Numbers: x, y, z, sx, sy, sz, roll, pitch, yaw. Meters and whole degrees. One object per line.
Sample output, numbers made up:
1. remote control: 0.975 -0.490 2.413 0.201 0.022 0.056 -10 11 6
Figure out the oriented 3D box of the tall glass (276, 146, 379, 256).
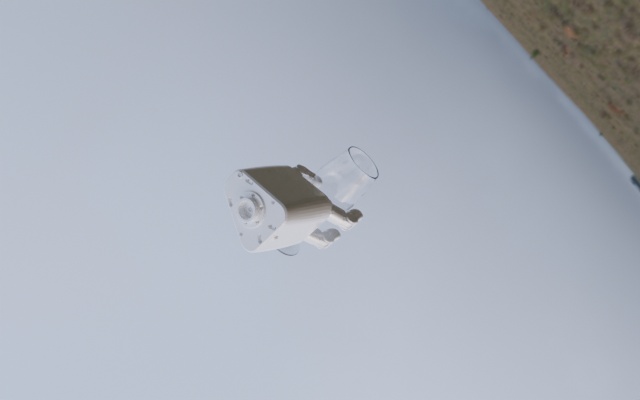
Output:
1. tall glass: 0.000 0.003 0.755 0.201 0.079 0.079 -43 -23 28
